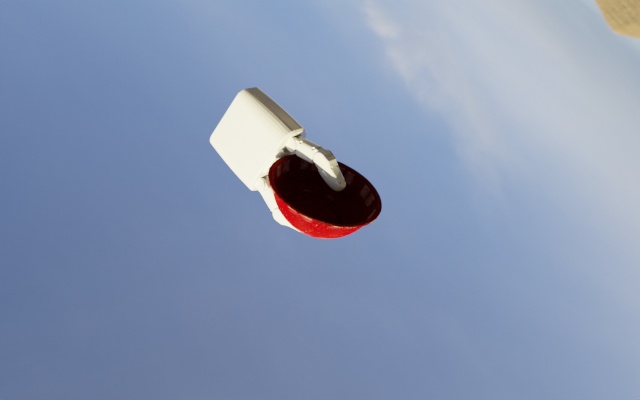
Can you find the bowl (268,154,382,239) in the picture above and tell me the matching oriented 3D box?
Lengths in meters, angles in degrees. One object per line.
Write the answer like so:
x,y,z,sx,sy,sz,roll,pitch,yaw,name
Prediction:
0.001,0.003,0.658,0.162,0.055,0.162,14,34,-10,bowl
